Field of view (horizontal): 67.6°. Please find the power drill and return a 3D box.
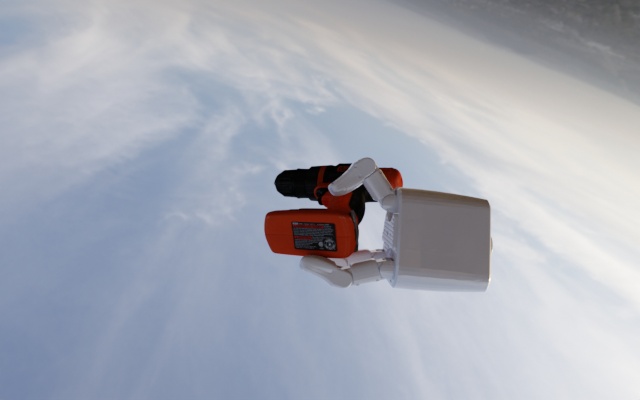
[{"bbox_3d":[0.000,0.002,0.605,0.184,0.057,0.187,0,24,20],"label":"power drill"}]
